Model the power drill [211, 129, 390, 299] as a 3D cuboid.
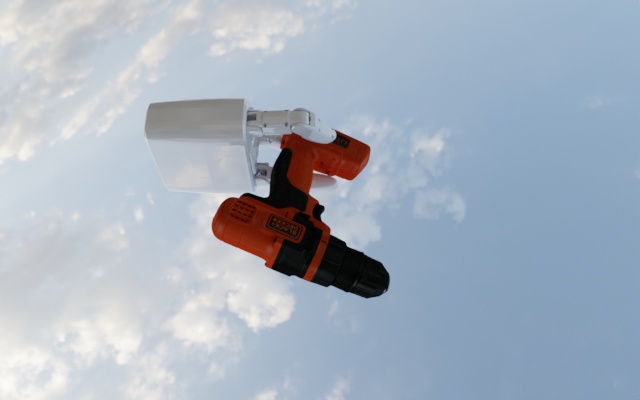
[{"bbox_3d":[0.000,0.001,0.514,0.184,0.187,0.057,24,-44,-5],"label":"power drill"}]
